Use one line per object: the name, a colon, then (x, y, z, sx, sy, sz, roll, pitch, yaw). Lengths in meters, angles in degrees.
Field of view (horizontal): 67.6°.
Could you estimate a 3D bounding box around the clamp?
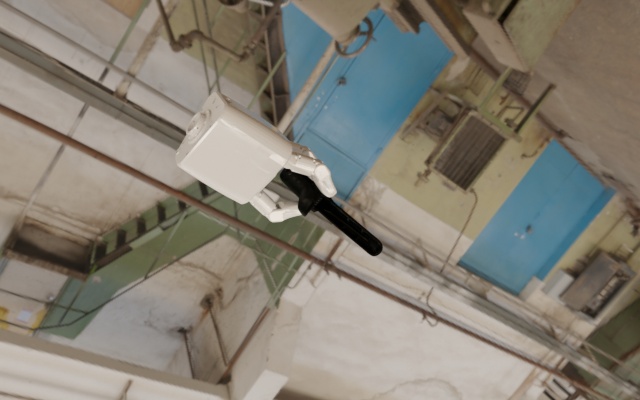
clamp: (-0.001, 0.003, 0.712, 0.165, 0.036, 0.210, 35, 8, -33)
